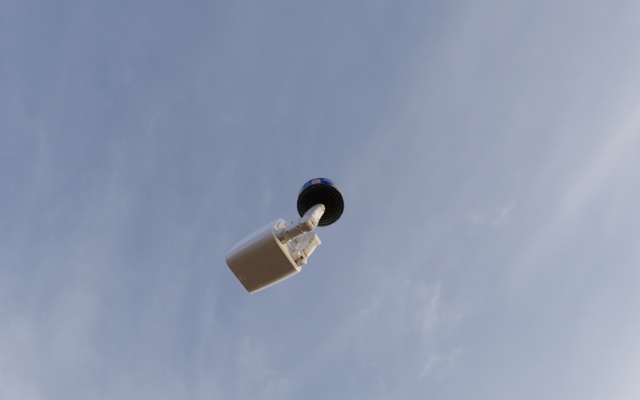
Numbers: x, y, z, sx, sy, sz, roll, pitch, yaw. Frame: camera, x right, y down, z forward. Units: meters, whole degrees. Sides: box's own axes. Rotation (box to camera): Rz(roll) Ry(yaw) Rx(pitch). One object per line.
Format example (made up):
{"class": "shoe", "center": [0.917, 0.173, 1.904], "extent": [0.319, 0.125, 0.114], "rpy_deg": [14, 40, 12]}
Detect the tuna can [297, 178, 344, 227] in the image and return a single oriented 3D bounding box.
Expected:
{"class": "tuna can", "center": [0.000, 0.003, 0.870], "extent": [0.086, 0.086, 0.033], "rpy_deg": [0, 24, 0]}
